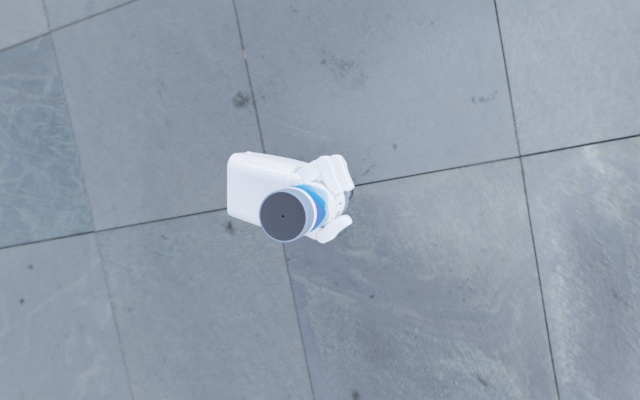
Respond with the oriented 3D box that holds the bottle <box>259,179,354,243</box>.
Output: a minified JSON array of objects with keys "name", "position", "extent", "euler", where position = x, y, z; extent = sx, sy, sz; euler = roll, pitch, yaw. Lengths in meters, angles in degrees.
[{"name":"bottle","position":[0.000,0.002,0.730],"extent":[0.069,0.069,0.295],"euler":[0,7,19]}]
